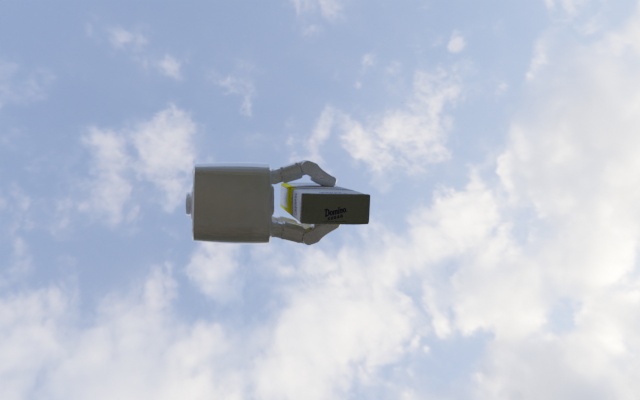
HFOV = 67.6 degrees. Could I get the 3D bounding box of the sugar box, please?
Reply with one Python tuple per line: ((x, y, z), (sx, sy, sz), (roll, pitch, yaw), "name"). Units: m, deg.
((0.000, 0.003, 0.683), (0.093, 0.048, 0.176), (1, 8, -12), "sugar box")
